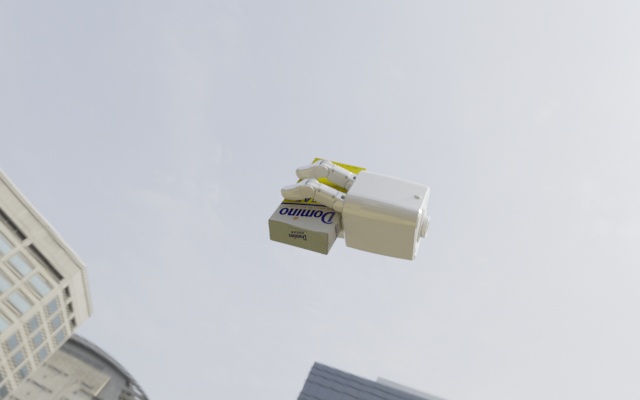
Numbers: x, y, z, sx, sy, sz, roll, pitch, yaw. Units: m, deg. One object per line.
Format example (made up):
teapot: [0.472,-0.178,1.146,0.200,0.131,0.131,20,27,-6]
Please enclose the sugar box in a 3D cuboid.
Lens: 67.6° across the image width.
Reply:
sugar box: [0.000,0.002,0.728,0.093,0.048,0.176,13,37,17]
